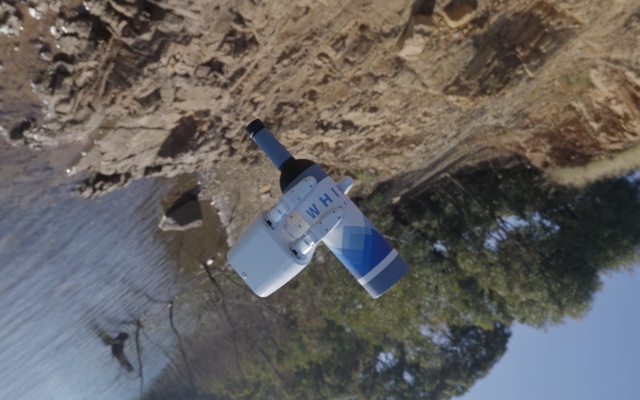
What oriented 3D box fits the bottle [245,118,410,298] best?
[{"bbox_3d":[0.000,0.002,0.665,0.069,0.295,0.069,-41,-5,-4],"label":"bottle"}]
